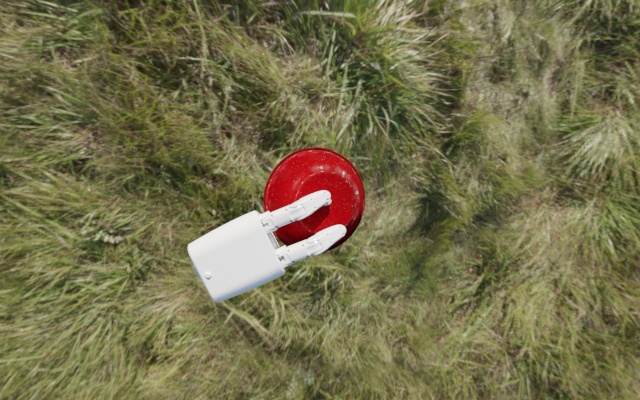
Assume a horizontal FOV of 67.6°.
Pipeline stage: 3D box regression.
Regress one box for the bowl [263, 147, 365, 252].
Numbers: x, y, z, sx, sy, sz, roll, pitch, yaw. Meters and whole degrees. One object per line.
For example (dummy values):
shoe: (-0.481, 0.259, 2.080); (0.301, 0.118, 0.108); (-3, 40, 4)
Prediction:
bowl: (0.001, 0.001, 0.700); (0.162, 0.162, 0.055); (0, 5, -17)
